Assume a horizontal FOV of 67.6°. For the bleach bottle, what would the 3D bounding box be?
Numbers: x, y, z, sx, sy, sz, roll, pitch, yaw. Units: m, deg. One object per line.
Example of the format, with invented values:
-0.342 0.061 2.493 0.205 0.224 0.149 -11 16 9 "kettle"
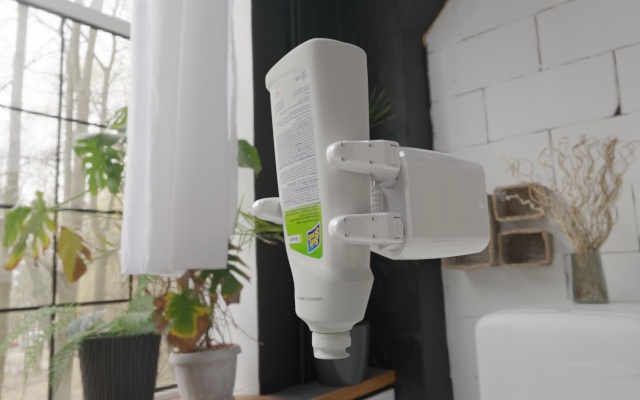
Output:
0.000 0.001 0.406 0.068 0.251 0.102 3 -9 -30 "bleach bottle"
